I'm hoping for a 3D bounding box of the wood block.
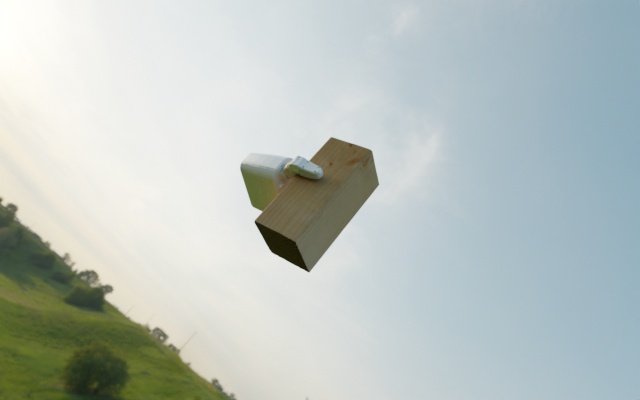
[{"bbox_3d":[0.000,0.002,0.789,0.090,0.206,0.091,23,-29,33],"label":"wood block"}]
